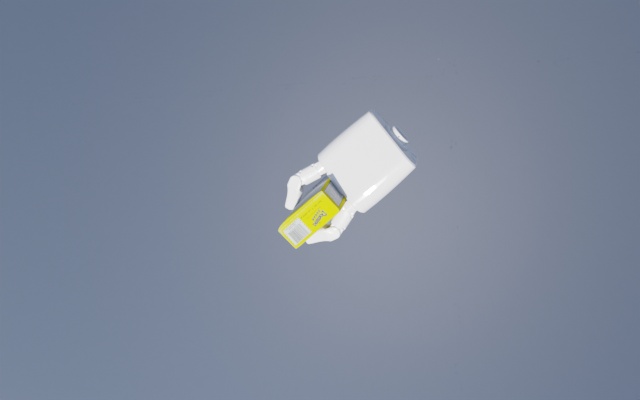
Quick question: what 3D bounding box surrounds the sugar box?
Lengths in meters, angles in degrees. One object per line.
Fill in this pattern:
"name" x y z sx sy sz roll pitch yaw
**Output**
"sugar box" 0.001 0.003 0.748 0.093 0.048 0.176 -40 3 21
